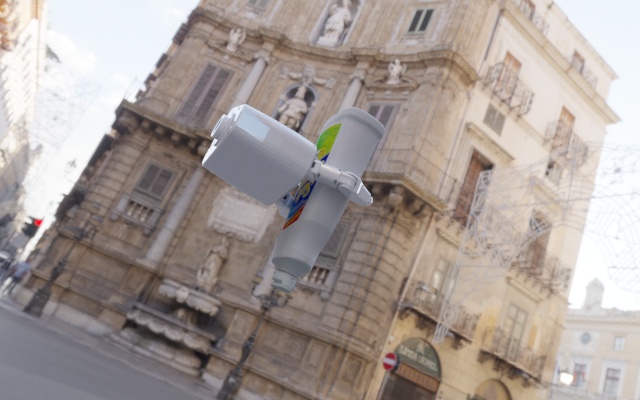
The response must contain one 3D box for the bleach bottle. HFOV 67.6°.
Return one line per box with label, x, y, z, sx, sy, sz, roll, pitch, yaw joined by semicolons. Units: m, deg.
bleach bottle;0.000;0.002;0.638;0.068;0.250;0.102;31;-20;-20
